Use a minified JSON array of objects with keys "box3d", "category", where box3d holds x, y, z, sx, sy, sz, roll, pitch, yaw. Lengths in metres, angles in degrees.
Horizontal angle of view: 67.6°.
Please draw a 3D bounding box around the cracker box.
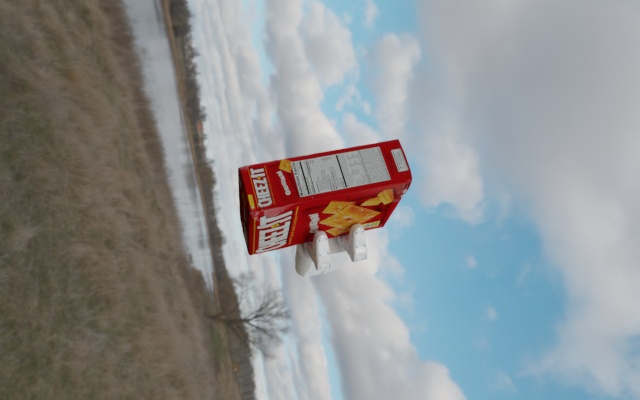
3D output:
[{"box3d":[0.000,0.002,0.655,0.213,0.072,0.164,-12,-23,-13],"category":"cracker box"}]
